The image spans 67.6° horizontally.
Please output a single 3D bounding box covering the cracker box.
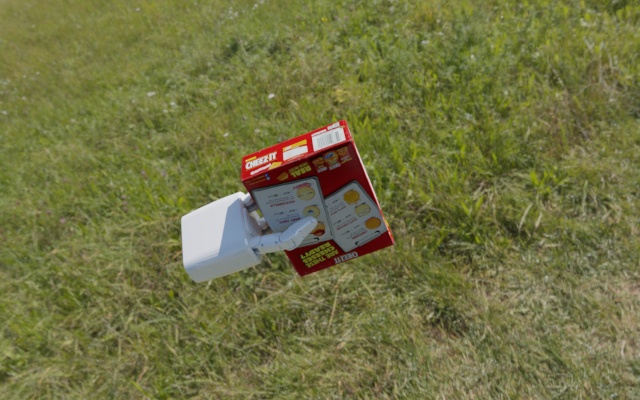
[{"bbox_3d":[0.000,0.002,0.724,0.164,0.214,0.072,-20,38,9],"label":"cracker box"}]
